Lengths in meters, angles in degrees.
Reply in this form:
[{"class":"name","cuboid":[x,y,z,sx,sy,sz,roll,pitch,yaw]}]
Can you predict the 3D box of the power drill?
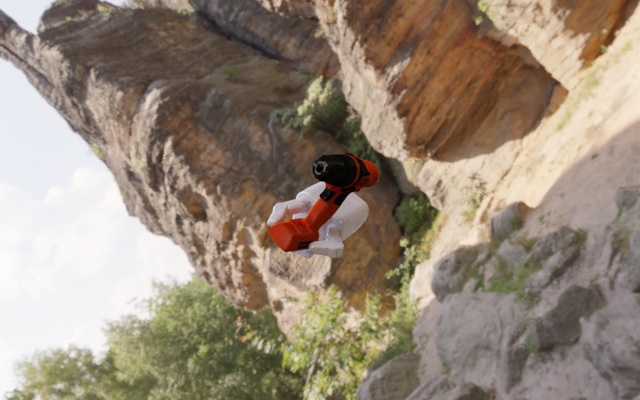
[{"class":"power drill","cuboid":[0.000,0.003,0.770,0.188,0.057,0.184,-47,-22,20]}]
